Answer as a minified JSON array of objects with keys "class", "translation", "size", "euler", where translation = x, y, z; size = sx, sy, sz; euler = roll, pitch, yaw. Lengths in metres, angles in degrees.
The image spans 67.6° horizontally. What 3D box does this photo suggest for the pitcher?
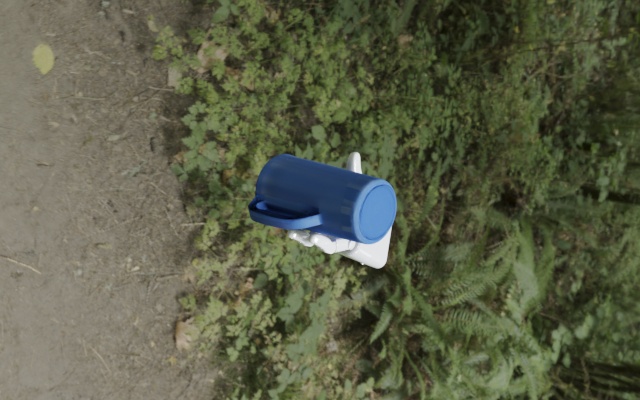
[{"class":"pitcher","translation":[0.000,0.003,0.831],"size":[0.243,0.149,0.145],"euler":[14,-12,44]}]
